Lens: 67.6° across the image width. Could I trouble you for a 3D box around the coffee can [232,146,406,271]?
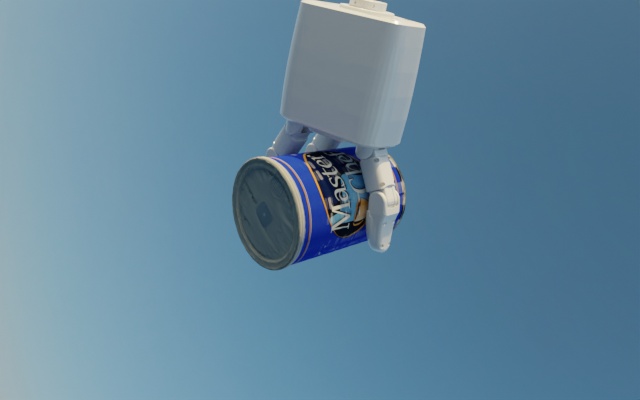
[{"bbox_3d":[0.000,0.002,0.470,0.140,0.103,0.103,-12,8,-41],"label":"coffee can"}]
